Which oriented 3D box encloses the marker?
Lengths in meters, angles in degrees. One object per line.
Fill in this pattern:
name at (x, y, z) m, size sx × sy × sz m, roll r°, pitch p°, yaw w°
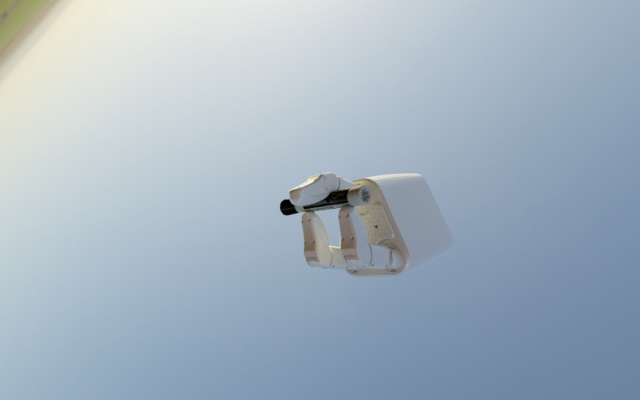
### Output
marker at (0.000, 0.002, 0.498) m, size 0.121 × 0.020 × 0.020 m, roll -9°, pitch -7°, yaw 44°
